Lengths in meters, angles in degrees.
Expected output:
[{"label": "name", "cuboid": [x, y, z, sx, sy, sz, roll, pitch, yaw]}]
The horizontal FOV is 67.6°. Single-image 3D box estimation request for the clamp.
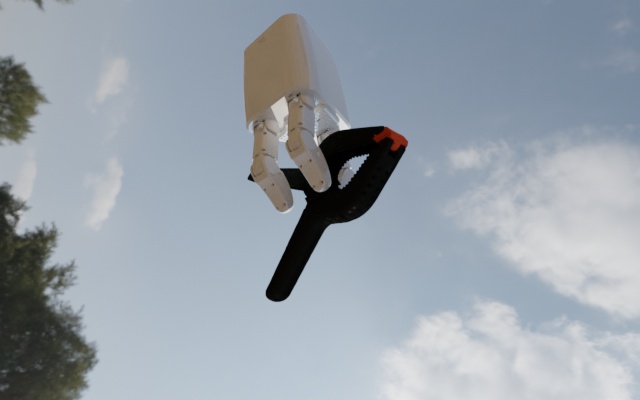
[{"label": "clamp", "cuboid": [0.001, 0.001, 0.483, 0.210, 0.164, 0.036, -29, -32, 37]}]
